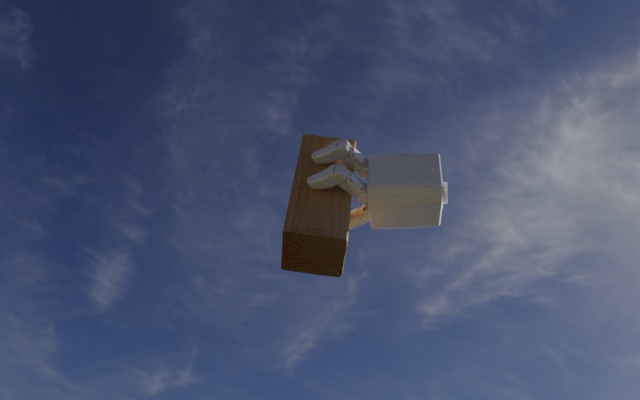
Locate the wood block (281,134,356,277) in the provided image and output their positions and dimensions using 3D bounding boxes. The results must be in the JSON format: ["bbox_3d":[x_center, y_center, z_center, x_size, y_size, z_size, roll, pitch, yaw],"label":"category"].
[{"bbox_3d":[0.001,0.003,0.727,0.090,0.206,0.091,7,-44,1],"label":"wood block"}]
